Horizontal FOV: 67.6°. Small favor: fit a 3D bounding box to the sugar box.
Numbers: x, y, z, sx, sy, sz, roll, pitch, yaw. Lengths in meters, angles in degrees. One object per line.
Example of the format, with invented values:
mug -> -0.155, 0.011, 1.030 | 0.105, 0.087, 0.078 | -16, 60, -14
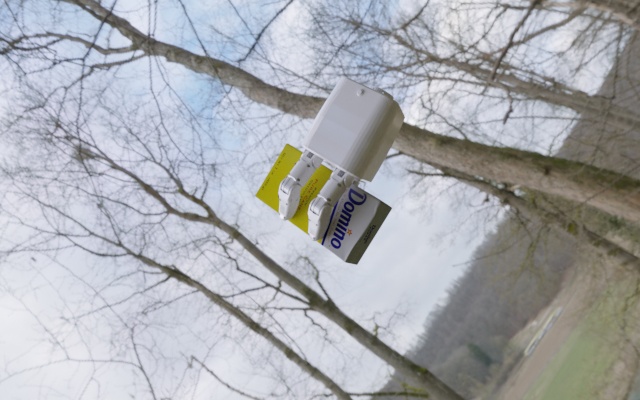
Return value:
sugar box -> 0.000, 0.002, 0.656 | 0.176, 0.093, 0.048 | 33, 5, 31
